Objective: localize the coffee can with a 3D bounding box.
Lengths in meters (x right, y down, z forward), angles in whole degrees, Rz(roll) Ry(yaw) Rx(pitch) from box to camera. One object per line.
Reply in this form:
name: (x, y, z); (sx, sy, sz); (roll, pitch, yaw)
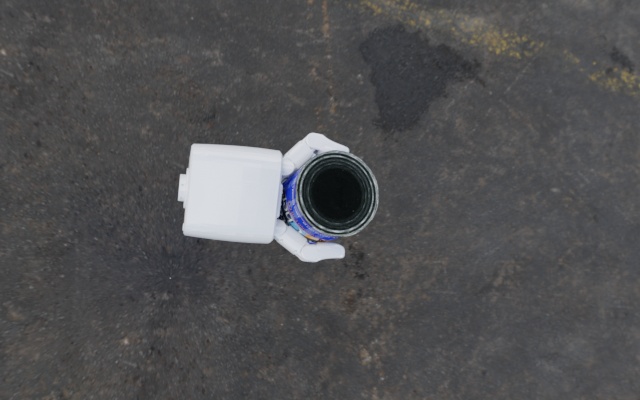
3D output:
coffee can: (0.000, 0.002, 0.615); (0.103, 0.103, 0.140); (0, -9, -17)
